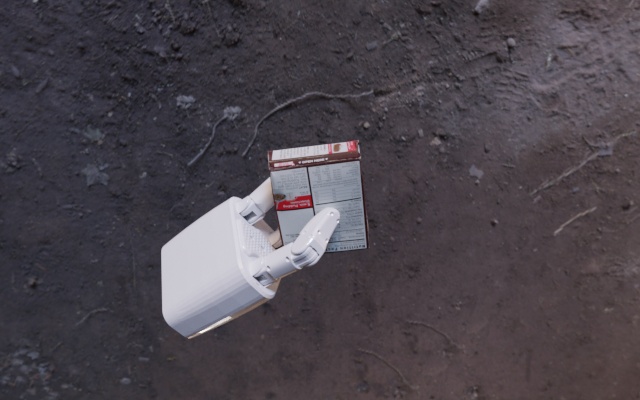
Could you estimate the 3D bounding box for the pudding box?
[{"bbox_3d":[0.000,0.002,0.476,0.090,0.114,0.039,-7,35,1],"label":"pudding box"}]
